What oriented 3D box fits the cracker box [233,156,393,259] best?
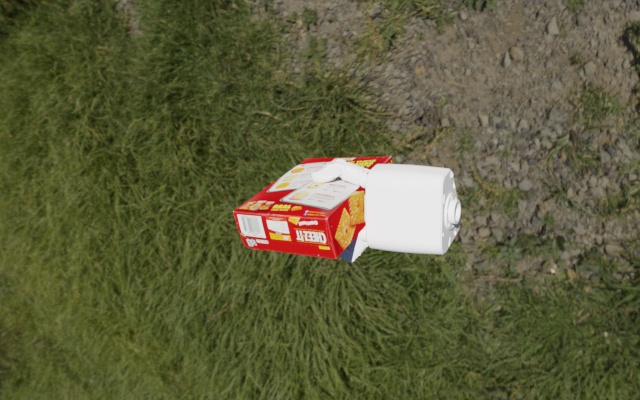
[{"bbox_3d":[0.000,0.002,0.732,0.164,0.072,0.213,2,27,32],"label":"cracker box"}]
